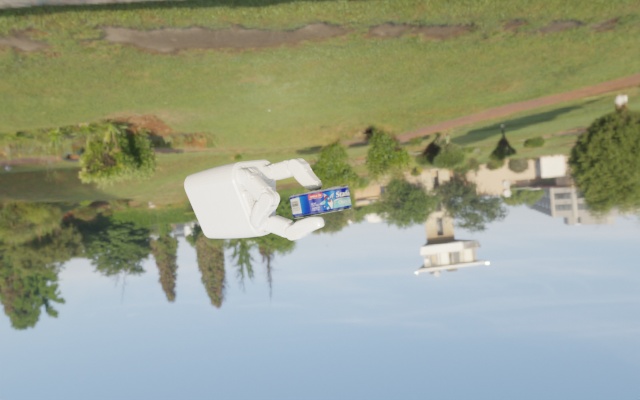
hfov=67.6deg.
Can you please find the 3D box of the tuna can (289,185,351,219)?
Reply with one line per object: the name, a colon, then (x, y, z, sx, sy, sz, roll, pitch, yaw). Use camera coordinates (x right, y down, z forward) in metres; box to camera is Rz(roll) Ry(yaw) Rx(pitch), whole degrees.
tuna can: (0.000, 0.003, 0.675, 0.086, 0.034, 0.086, -10, -1, 0)
